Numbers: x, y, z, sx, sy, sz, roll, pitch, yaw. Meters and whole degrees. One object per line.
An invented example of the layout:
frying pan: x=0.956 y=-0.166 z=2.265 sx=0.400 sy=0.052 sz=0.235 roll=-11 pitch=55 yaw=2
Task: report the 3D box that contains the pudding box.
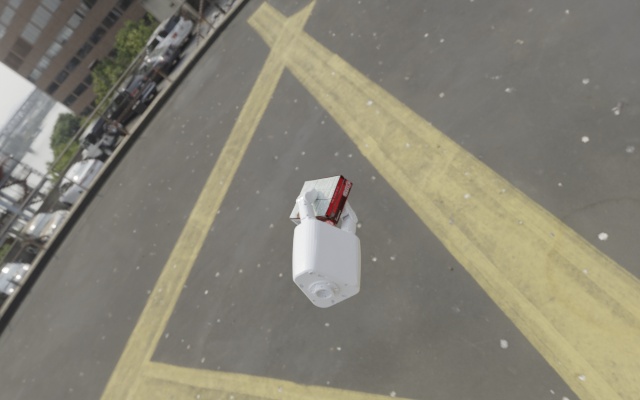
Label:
pudding box: x=0.000 y=0.003 z=0.899 sx=0.039 sy=0.090 sz=0.113 roll=38 pitch=-27 yaw=-32
